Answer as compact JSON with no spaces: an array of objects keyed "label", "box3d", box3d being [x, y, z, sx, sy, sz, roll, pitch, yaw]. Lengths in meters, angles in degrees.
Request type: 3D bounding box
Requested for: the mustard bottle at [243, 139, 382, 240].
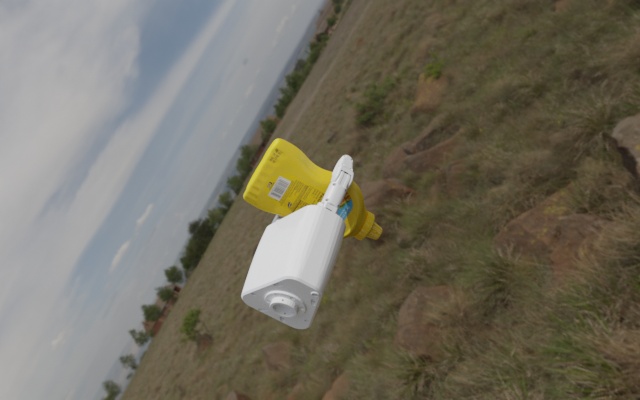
[{"label":"mustard bottle","box3d":[0.000,0.002,0.647,0.191,0.096,0.058,29,24,-11]}]
